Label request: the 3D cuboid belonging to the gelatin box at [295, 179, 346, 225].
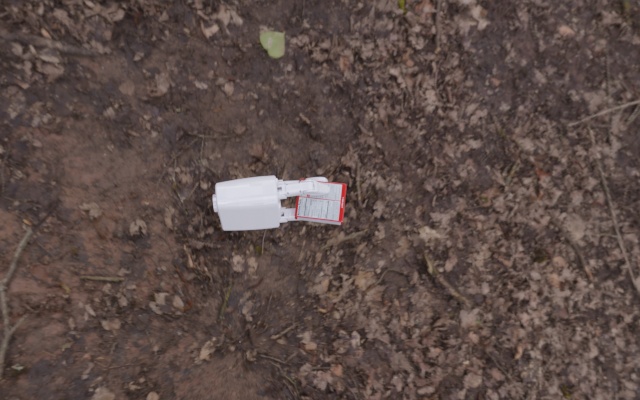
[{"bbox_3d":[0.000,0.003,0.879,0.089,0.073,0.030,6,-15,1],"label":"gelatin box"}]
